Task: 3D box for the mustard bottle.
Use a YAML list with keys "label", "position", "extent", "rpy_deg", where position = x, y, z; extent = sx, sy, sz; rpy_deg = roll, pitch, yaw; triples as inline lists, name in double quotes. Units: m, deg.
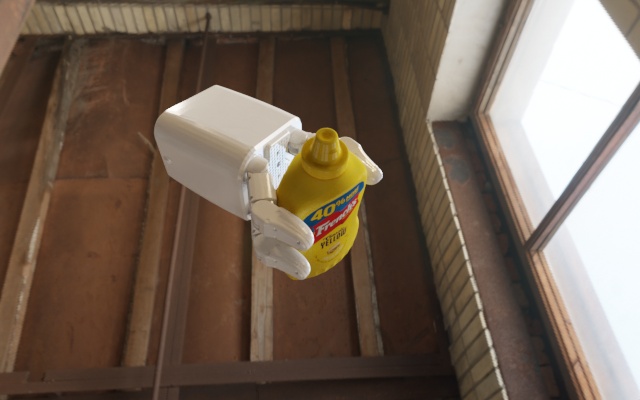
- label: "mustard bottle"
  position: [0.000, 0.002, 0.462]
  extent: [0.096, 0.058, 0.192]
  rpy_deg: [-31, -28, -22]
